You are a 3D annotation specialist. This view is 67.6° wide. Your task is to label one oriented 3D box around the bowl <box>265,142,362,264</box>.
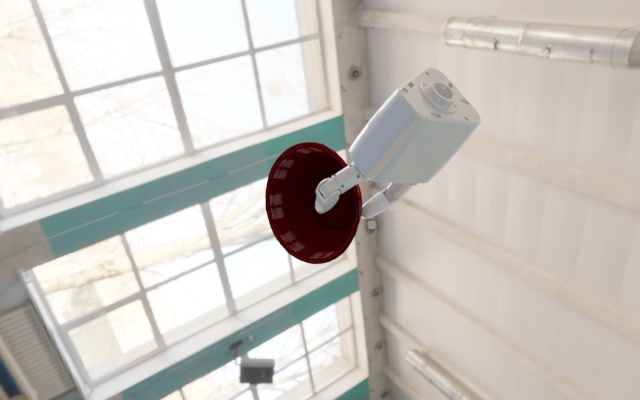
[{"bbox_3d":[-0.001,0.003,0.646,0.162,0.162,0.055,0,5,38],"label":"bowl"}]
